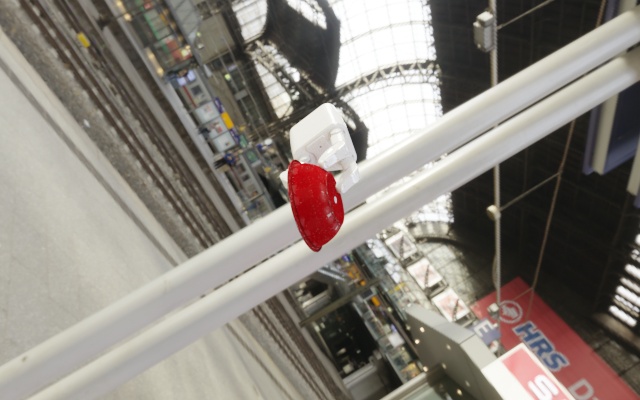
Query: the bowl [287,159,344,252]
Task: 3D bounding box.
[{"bbox_3d":[0.001,0.004,0.803,0.055,0.162,0.162,-14,-4,15],"label":"bowl"}]
